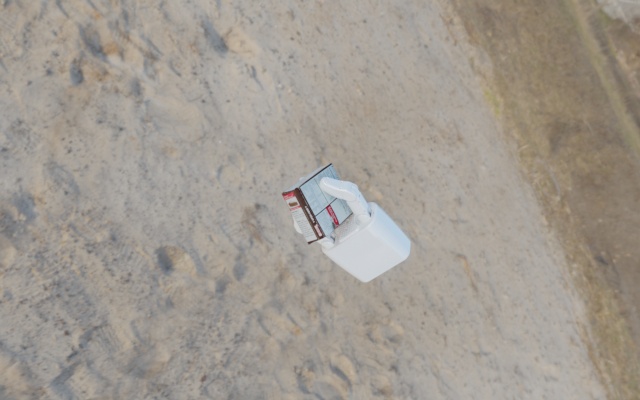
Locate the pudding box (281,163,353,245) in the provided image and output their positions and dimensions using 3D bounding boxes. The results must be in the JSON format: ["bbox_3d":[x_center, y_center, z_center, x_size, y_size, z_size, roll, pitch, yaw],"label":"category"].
[{"bbox_3d":[0.000,0.002,0.743,0.039,0.090,0.113,-22,10,34],"label":"pudding box"}]
